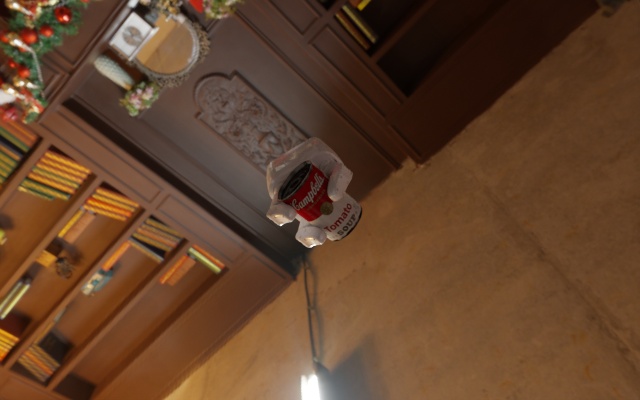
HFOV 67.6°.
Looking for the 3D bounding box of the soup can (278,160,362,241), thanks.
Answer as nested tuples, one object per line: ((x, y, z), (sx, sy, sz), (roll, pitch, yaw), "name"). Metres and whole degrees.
((0.000, 0.002, 0.664), (0.102, 0.068, 0.068), (40, -17, -21), "soup can")
